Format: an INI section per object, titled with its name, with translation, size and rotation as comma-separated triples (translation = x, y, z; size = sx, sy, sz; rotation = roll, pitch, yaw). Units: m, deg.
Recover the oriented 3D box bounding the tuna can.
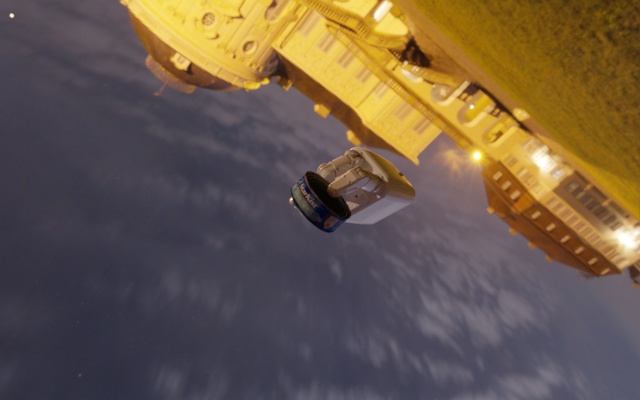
[tuna can]
translation = 0.000, 0.002, 0.652
size = 0.034, 0.086, 0.086
rotation = -43, -17, 18
